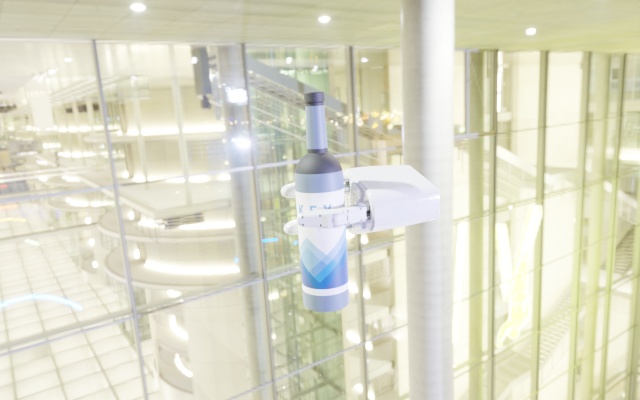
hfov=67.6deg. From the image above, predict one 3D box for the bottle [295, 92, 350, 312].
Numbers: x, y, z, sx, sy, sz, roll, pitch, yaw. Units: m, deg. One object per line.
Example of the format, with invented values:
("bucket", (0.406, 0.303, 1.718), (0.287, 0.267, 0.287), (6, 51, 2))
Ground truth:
("bottle", (0.000, 0.002, 0.655), (0.069, 0.296, 0.069), (-3, 11, 1))
